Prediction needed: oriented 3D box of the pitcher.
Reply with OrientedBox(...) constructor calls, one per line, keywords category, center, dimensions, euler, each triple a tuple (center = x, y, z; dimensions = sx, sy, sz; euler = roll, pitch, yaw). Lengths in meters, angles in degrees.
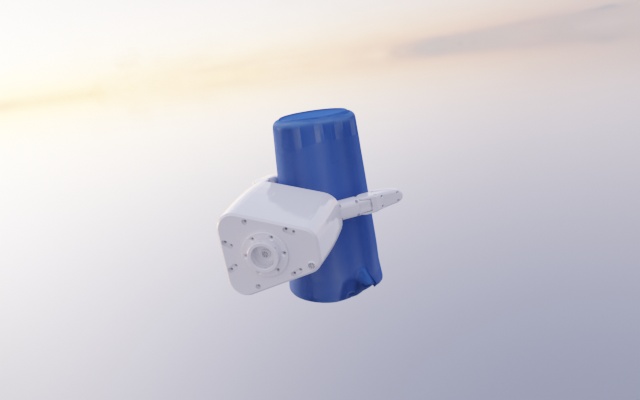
OrientedBox(category="pitcher", center=(0.000, 0.002, 0.653), dimensions=(0.149, 0.243, 0.145), euler=(-4, 17, 14))
